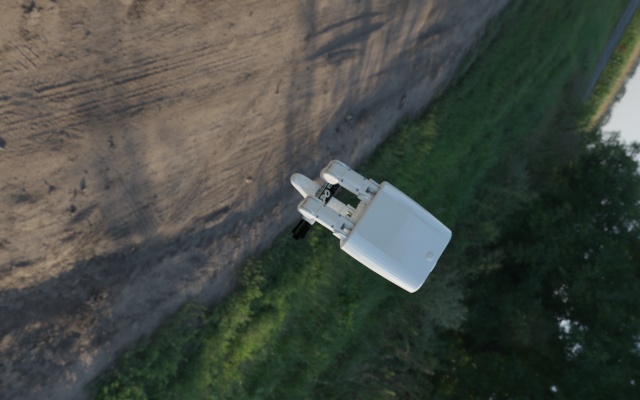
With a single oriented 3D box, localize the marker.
[{"bbox_3d":[0.000,0.002,0.637,0.020,0.121,0.020,33,-10,6],"label":"marker"}]
